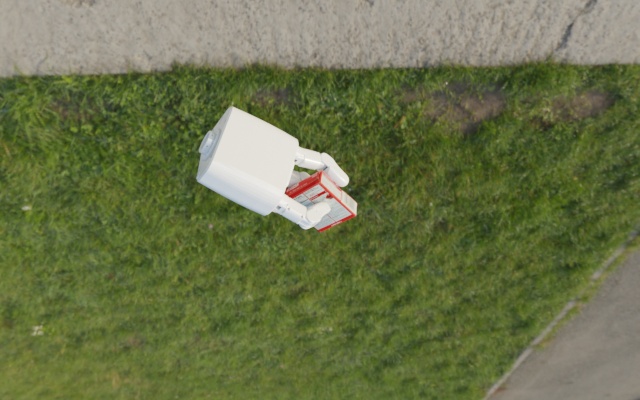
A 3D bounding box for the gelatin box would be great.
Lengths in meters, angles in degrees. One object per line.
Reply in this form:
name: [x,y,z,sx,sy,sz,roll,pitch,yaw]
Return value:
gelatin box: [0.000,0.003,0.721,0.073,0.030,0.089,-27,-54,33]
